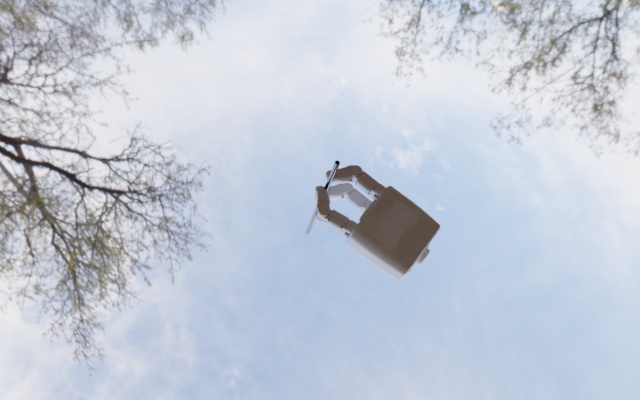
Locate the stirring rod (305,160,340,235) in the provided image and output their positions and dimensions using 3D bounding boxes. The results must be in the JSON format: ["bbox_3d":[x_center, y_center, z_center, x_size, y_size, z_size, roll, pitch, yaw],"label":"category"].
[{"bbox_3d":[0.000,0.003,0.815,0.011,0.011,0.240,0,-30,-14],"label":"stirring rod"}]
